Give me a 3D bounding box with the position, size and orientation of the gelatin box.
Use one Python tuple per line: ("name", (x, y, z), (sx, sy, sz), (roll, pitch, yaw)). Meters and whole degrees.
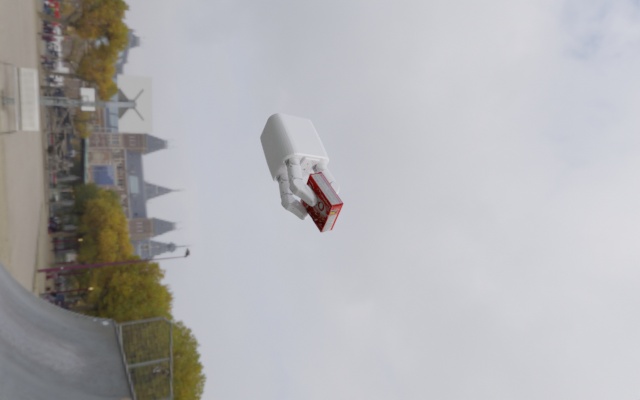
("gelatin box", (0.001, 0.003, 0.890), (0.030, 0.089, 0.073), (-11, -39, -32))
